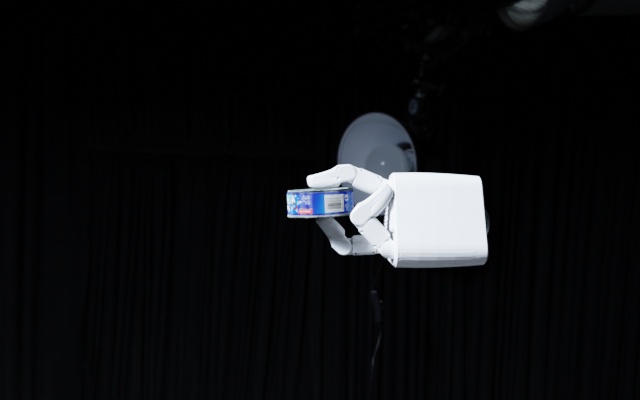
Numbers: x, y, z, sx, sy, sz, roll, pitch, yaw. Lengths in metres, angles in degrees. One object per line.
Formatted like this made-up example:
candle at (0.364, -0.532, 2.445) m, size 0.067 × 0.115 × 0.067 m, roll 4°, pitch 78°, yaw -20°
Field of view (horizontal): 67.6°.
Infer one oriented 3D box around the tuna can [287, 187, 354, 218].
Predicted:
tuna can at (0.000, 0.001, 0.607) m, size 0.086 × 0.034 × 0.086 m, roll -3°, pitch 3°, yaw 0°
